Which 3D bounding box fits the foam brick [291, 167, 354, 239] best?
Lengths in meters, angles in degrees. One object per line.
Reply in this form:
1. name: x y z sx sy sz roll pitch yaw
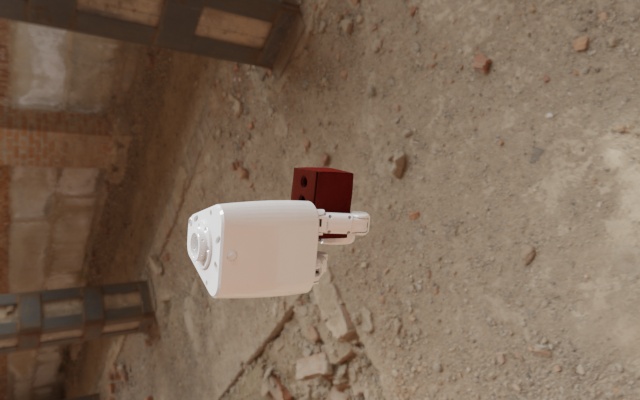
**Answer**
1. foam brick: 0.000 0.001 0.550 0.051 0.078 0.053 2 7 -31
